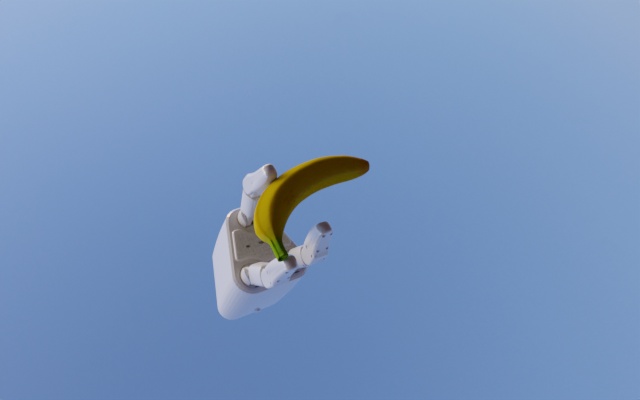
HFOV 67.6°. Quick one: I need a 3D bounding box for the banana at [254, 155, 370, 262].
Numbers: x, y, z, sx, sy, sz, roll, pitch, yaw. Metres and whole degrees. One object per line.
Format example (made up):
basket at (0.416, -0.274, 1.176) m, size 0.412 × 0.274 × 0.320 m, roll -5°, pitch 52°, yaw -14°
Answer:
banana at (-0.016, -0.009, 0.532) m, size 0.197 × 0.069 × 0.037 m, roll -46°, pitch -5°, yaw -42°
